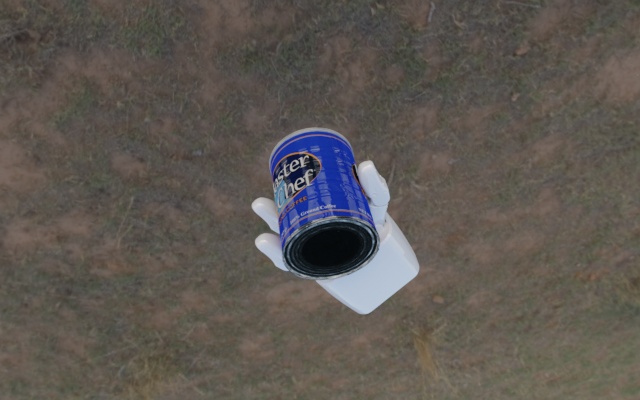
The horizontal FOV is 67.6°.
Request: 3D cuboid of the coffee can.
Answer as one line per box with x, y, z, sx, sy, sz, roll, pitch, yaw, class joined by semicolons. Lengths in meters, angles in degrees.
0.000;0.002;0.533;0.103;0.140;0.103;-7;-43;-6;coffee can
